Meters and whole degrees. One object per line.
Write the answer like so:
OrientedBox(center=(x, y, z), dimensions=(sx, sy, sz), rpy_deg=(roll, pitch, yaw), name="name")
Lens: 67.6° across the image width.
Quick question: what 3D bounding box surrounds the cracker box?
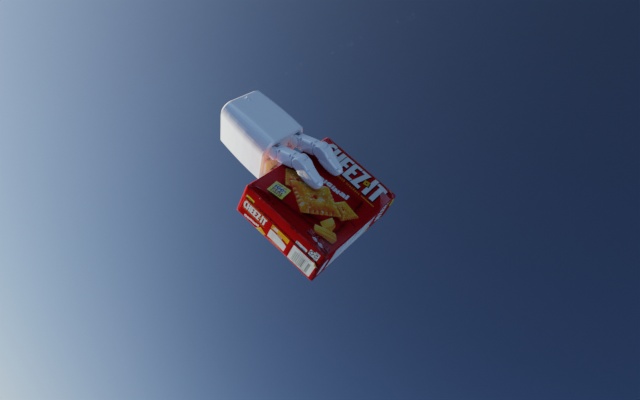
OrientedBox(center=(0.000, 0.003, 0.775), dimensions=(0.213, 0.164, 0.072), rpy_deg=(-37, -15, -43), name="cracker box")
